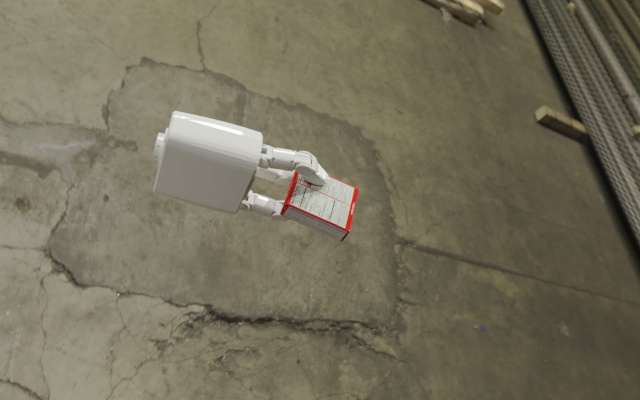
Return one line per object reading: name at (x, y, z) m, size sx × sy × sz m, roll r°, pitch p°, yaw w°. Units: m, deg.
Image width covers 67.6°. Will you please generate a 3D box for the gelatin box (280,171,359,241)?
gelatin box at (0.001, 0.002, 0.614) m, size 0.089 × 0.073 × 0.030 m, roll 23°, pitch -40°, yaw -9°
